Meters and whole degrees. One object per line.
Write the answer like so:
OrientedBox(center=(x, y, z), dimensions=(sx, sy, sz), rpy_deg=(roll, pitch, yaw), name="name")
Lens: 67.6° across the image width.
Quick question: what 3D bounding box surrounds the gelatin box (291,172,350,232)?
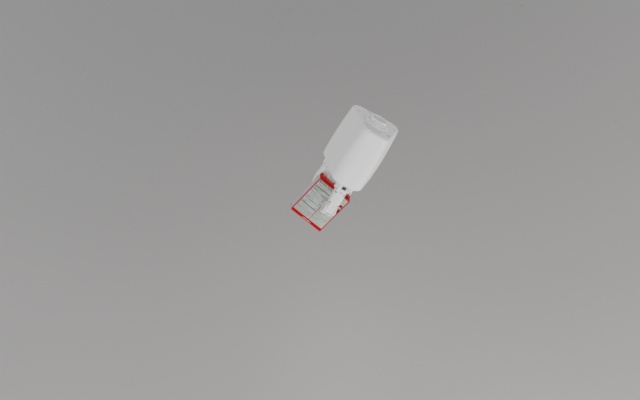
OrientedBox(center=(0.000, 0.003, 0.892), dimensions=(0.073, 0.089, 0.030), rpy_deg=(38, 21, -15), name="gelatin box")
